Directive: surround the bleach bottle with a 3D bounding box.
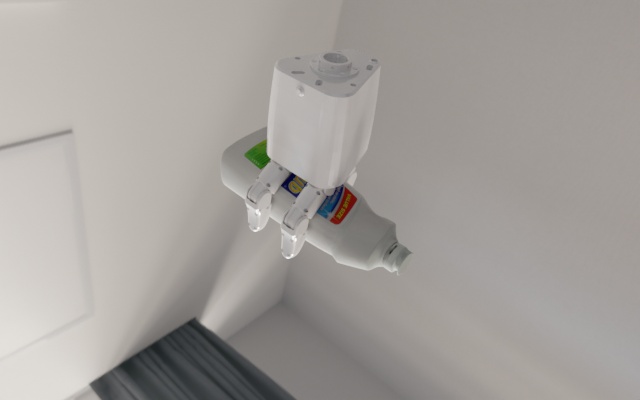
[{"bbox_3d":[0.000,0.002,0.558,0.250,0.068,0.102,33,47,26],"label":"bleach bottle"}]
